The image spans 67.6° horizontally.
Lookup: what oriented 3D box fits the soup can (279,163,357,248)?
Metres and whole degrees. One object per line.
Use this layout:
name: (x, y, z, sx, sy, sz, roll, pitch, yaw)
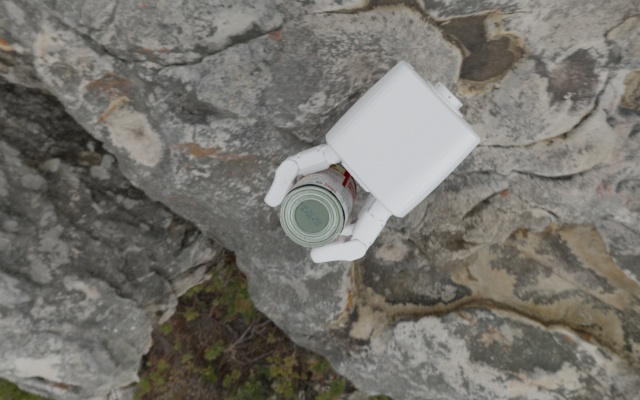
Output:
soup can: (0.000, 0.002, 0.515, 0.068, 0.068, 0.102, 0, 17, 11)
